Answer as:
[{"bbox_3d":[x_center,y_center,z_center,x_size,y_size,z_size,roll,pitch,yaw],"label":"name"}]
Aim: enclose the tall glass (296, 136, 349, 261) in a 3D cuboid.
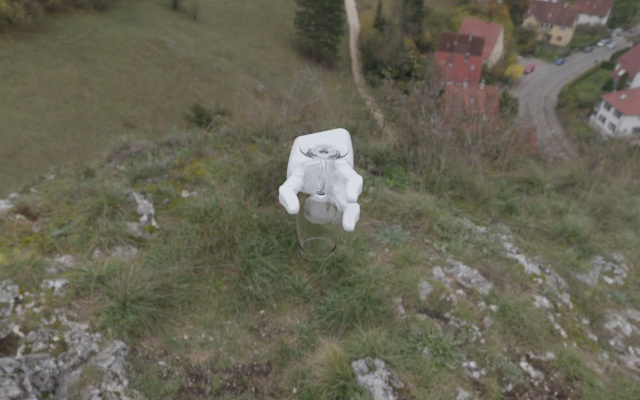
[{"bbox_3d":[0.000,0.002,0.766,0.079,0.201,0.079,3,35,-2],"label":"tall glass"}]
